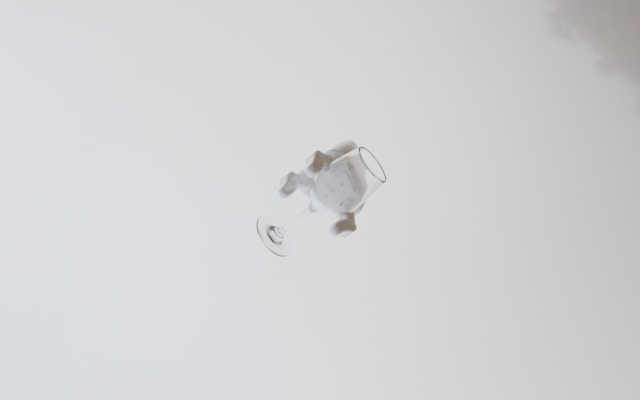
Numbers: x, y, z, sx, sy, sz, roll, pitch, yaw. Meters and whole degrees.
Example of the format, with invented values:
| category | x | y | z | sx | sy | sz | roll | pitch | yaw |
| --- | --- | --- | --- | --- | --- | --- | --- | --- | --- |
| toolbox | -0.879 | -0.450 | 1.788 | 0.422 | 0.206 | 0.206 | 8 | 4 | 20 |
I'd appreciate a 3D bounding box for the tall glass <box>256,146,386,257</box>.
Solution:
| category | x | y | z | sx | sy | sz | roll | pitch | yaw |
| --- | --- | --- | --- | --- | --- | --- | --- | --- | --- |
| tall glass | 0.000 | 0.003 | 0.711 | 0.201 | 0.079 | 0.079 | -36 | -16 | 24 |
